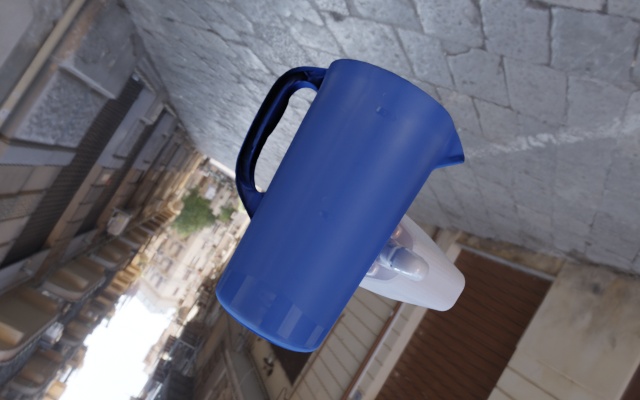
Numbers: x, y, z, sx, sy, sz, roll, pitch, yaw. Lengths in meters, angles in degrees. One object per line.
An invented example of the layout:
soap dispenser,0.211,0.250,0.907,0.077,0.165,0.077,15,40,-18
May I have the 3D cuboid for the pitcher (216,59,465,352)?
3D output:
pitcher,0.000,0.002,0.438,0.145,0.243,0.149,32,-3,-36
